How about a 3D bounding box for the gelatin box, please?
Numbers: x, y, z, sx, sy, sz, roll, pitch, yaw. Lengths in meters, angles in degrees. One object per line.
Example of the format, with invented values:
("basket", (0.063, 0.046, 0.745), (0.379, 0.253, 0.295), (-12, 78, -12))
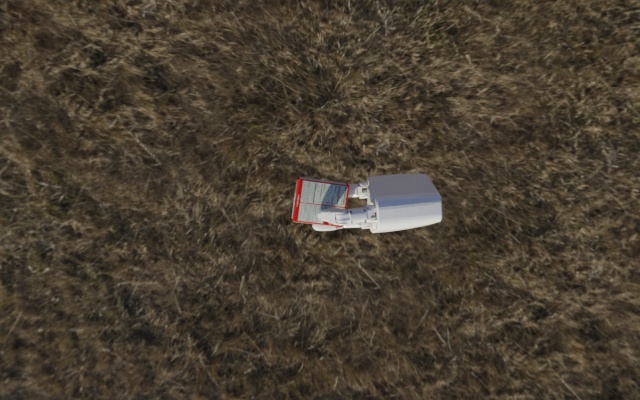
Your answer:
("gelatin box", (0.000, 0.003, 0.804), (0.089, 0.073, 0.030), (7, 10, -9))
